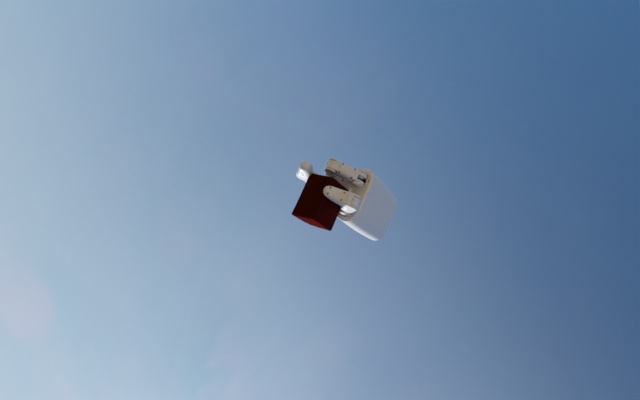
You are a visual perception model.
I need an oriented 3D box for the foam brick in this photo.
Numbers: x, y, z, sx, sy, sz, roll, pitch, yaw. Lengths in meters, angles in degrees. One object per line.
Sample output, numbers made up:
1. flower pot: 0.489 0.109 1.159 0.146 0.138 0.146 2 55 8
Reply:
1. foam brick: 0.000 0.003 0.783 0.053 0.078 0.051 14 -16 41
